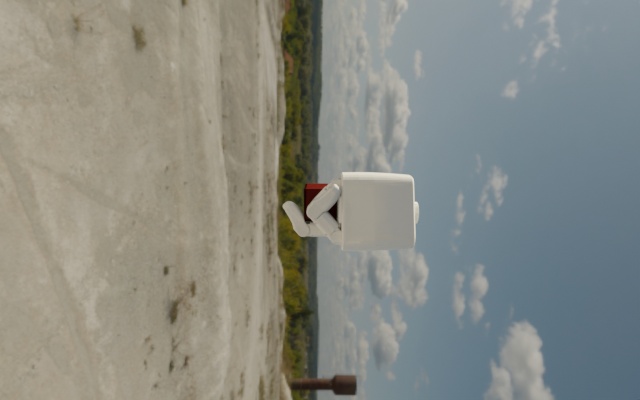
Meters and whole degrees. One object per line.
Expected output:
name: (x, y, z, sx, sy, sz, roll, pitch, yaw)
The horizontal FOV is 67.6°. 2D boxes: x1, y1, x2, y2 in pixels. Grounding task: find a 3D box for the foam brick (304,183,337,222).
foam brick: (0.000, 0.002, 0.761, 0.051, 0.053, 0.078, -1, 9, 0)
